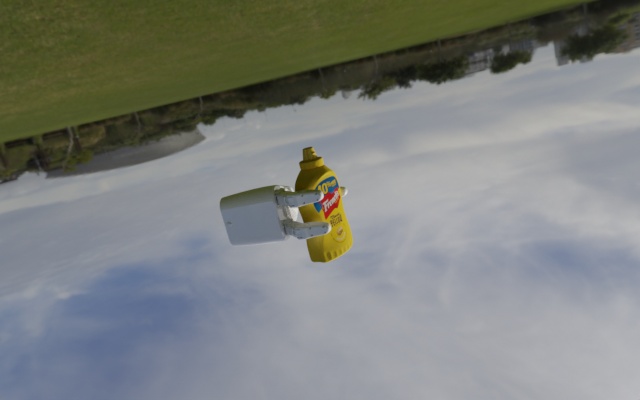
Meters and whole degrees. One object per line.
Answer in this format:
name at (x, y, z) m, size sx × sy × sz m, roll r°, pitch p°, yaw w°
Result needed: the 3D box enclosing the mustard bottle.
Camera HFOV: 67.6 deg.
mustard bottle at (0.000, 0.003, 0.818) m, size 0.058 × 0.192 × 0.096 m, roll -3°, pitch 17°, yaw 40°
